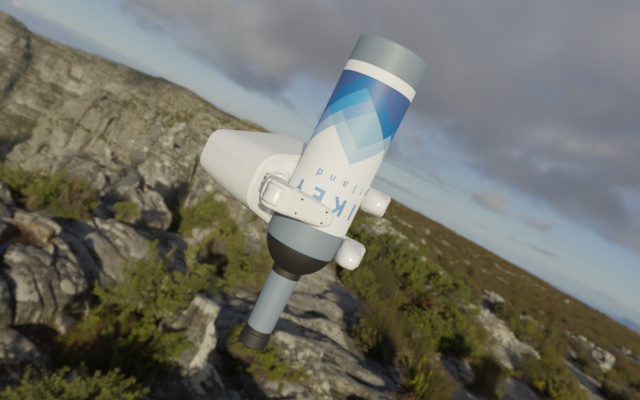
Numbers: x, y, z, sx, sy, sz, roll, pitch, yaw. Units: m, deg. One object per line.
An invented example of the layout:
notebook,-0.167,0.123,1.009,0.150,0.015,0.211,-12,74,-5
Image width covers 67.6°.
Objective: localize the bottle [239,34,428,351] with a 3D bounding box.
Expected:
bottle,0.000,0.001,0.434,0.069,0.296,0.069,26,5,-2
